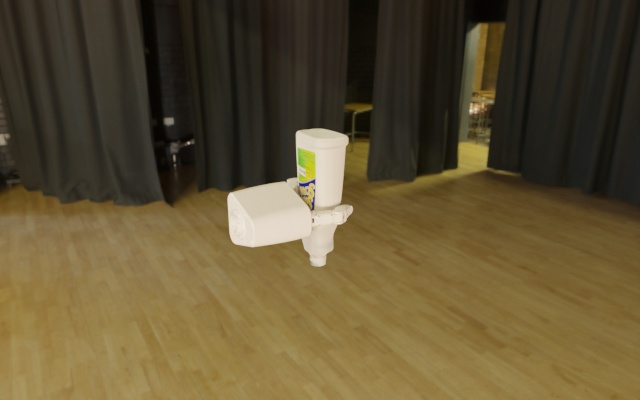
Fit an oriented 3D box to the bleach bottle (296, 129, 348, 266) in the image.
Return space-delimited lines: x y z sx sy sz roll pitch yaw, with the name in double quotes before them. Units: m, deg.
"bleach bottle" 0.000 0.003 0.861 0.068 0.251 0.102 -11 22 -29
